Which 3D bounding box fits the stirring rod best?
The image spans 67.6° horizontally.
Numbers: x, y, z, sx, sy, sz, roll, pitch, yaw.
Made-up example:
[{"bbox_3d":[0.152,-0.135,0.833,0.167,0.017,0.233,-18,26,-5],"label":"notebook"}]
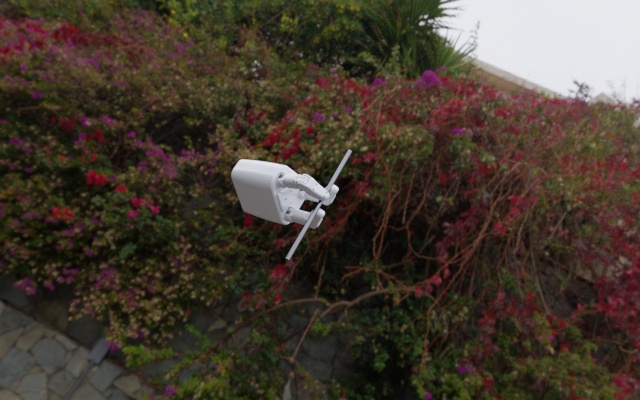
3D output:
[{"bbox_3d":[0.000,0.003,0.834,0.011,0.239,0.011,24,-26,12],"label":"stirring rod"}]
